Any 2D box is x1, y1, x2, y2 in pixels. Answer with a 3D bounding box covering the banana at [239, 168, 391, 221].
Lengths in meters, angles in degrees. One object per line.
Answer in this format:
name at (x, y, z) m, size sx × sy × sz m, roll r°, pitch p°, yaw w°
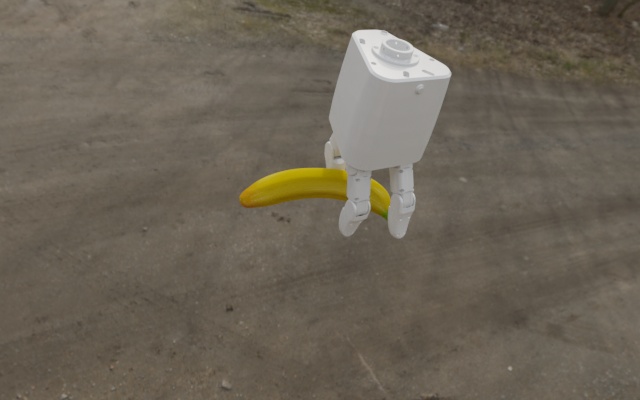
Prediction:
banana at (0.003, -0.011, 0.580) m, size 0.198 × 0.037 × 0.069 m, roll 8°, pitch 44°, yaw -9°
